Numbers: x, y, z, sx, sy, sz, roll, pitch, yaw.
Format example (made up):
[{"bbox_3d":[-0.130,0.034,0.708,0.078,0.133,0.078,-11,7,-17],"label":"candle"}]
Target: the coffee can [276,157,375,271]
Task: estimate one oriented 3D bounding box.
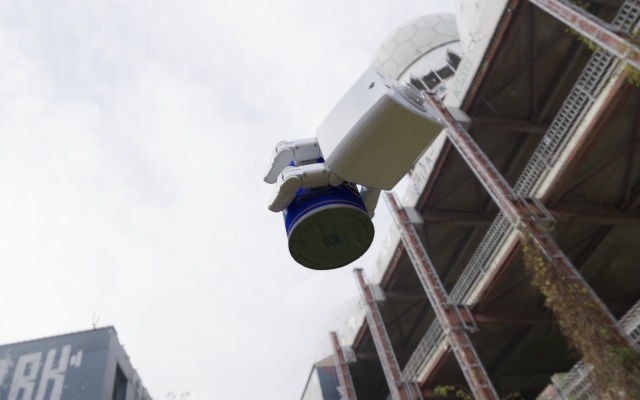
[{"bbox_3d":[0.000,0.002,0.600,0.103,0.103,0.140,0,40,-15],"label":"coffee can"}]
